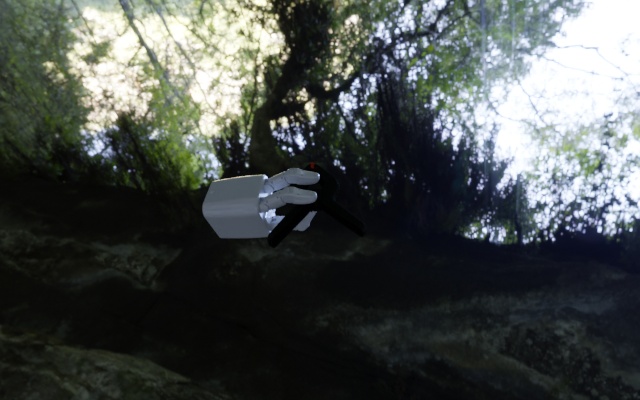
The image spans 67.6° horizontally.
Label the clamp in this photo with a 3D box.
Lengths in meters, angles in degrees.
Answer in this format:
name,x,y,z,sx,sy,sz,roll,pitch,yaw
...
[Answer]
name,x,y,z,sx,sy,sz,roll,pitch,yaw
clamp,0.000,0.003,0.853,0.164,0.036,0.209,-2,40,8
